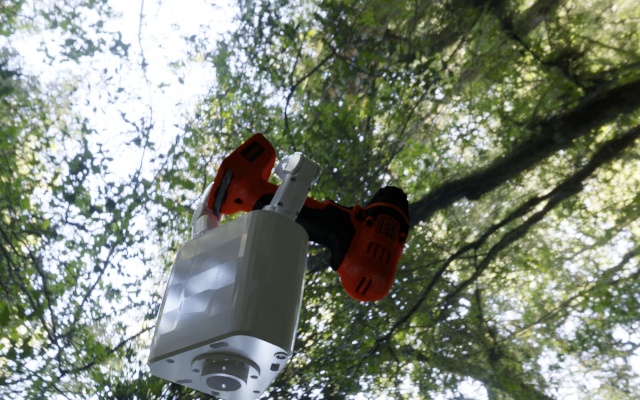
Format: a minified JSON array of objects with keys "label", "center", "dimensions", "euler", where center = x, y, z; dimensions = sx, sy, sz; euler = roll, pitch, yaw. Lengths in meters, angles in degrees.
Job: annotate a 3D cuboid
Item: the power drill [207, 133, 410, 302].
[{"label":"power drill","center":[0.000,0.002,0.474],"dimensions":[0.187,0.057,0.184],"euler":[26,28,3]}]
